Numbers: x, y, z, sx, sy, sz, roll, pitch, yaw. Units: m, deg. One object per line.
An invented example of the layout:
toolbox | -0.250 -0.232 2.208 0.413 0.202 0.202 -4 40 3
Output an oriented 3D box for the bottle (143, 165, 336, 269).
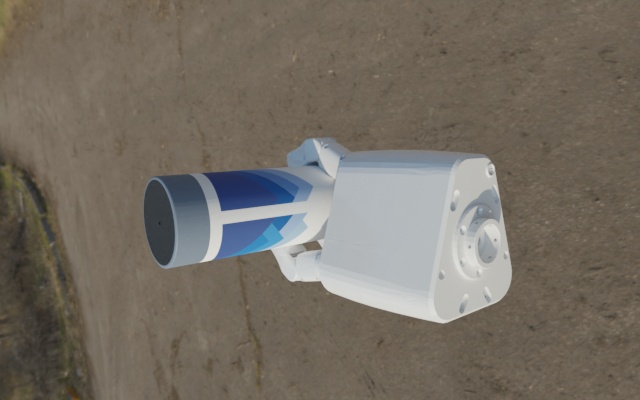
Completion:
bottle | 0.000 0.001 0.430 0.295 0.069 0.069 -7 4 -38
